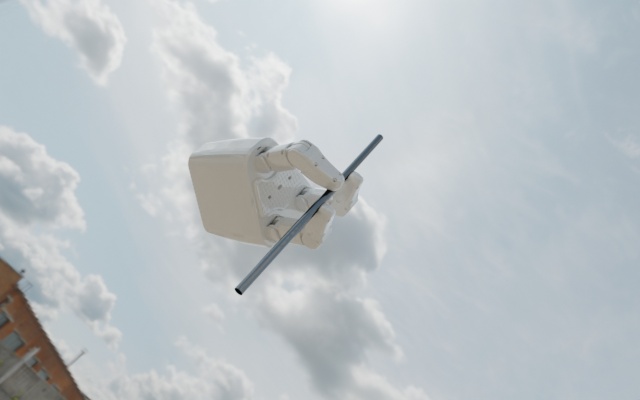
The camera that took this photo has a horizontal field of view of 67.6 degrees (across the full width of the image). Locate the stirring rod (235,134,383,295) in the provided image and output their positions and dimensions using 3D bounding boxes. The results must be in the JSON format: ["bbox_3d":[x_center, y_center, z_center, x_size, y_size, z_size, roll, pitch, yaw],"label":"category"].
[{"bbox_3d":[0.000,0.001,0.450,0.011,0.011,0.239,0,36,42],"label":"stirring rod"}]
